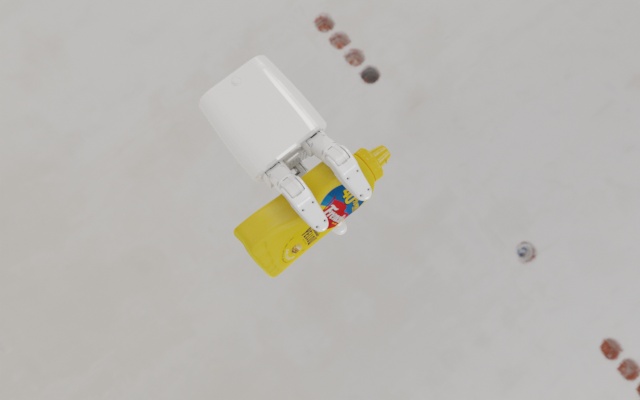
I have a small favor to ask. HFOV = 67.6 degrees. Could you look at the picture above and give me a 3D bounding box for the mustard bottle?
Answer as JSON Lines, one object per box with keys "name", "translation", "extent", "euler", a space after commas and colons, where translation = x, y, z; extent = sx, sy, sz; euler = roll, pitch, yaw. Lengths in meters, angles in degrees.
{"name": "mustard bottle", "translation": [0.000, 0.002, 0.531], "extent": [0.191, 0.058, 0.096], "euler": [-39, -29, -8]}
